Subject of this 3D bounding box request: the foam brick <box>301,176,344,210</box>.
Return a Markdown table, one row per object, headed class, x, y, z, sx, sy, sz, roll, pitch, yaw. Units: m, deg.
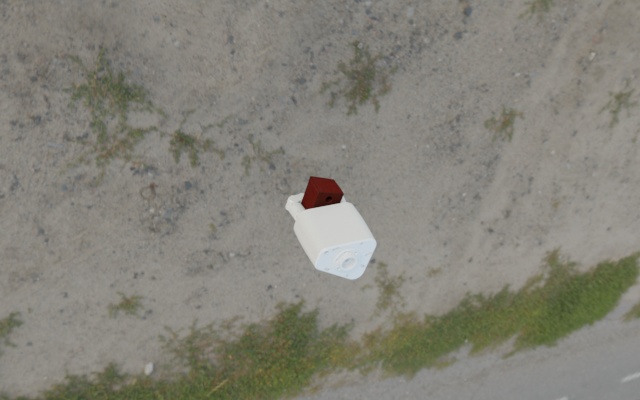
| class | x | y | z | sx | sy | sz | roll | pitch | yaw |
| --- | --- | --- | --- | --- | --- | --- | --- | --- | --- |
| foam brick | 0.000 | 0.003 | 0.882 | 0.053 | 0.078 | 0.051 | 4 | 32 | -27 |
